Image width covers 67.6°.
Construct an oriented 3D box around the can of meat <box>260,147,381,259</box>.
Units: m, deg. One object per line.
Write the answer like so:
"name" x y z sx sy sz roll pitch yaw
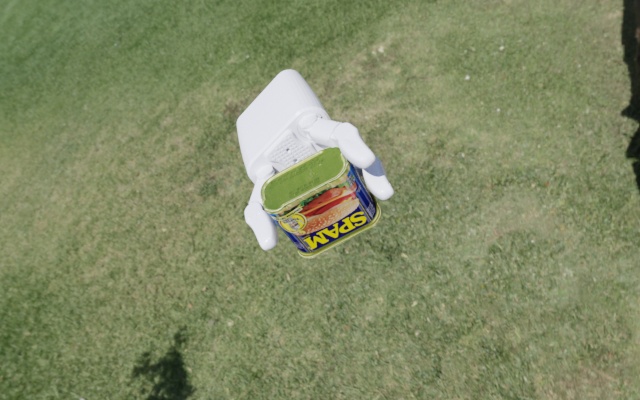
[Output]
"can of meat" 0.000 0.002 0.497 0.102 0.057 0.084 -28 -47 9
